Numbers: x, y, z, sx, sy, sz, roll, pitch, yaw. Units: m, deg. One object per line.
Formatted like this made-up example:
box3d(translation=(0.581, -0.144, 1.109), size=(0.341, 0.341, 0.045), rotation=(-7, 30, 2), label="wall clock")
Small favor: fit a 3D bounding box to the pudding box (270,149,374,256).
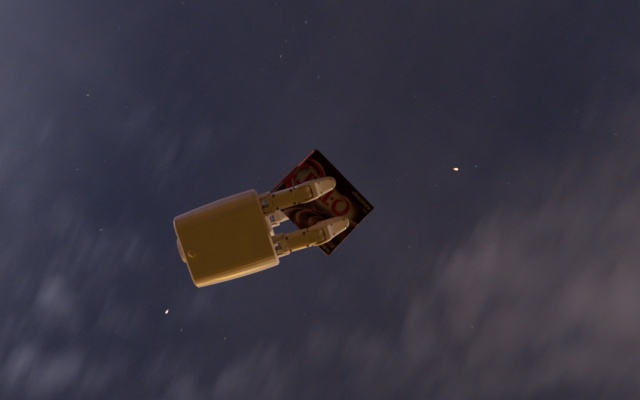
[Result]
box3d(translation=(0.000, 0.002, 0.634), size=(0.113, 0.090, 0.039), rotation=(45, -4, -11), label="pudding box")
